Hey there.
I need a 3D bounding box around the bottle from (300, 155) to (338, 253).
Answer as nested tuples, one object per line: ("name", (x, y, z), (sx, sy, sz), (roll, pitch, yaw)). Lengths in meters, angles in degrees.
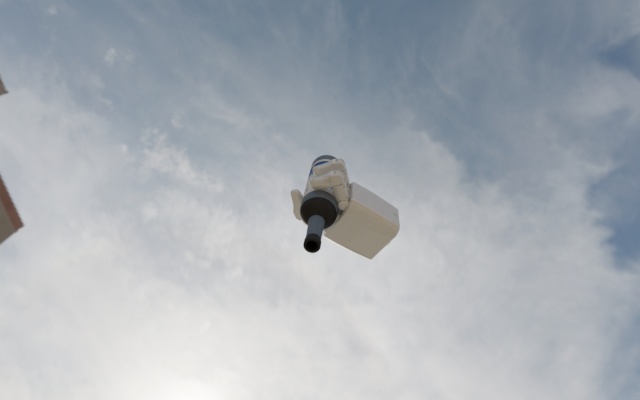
("bottle", (0.000, 0.003, 0.865), (0.069, 0.069, 0.295), (0, 27, 6))
